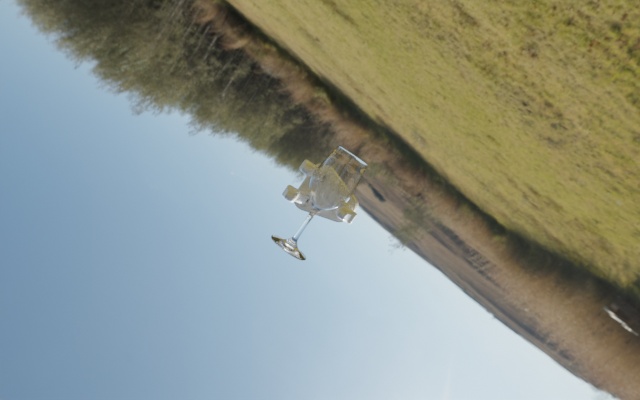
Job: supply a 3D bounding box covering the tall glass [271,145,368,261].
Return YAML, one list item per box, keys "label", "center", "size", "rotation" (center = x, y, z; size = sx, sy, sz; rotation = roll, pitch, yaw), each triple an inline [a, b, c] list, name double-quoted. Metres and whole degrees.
- label: "tall glass"
  center: [0.000, 0.003, 0.834]
  size: [0.079, 0.201, 0.079]
  rotation: [35, 6, -4]
